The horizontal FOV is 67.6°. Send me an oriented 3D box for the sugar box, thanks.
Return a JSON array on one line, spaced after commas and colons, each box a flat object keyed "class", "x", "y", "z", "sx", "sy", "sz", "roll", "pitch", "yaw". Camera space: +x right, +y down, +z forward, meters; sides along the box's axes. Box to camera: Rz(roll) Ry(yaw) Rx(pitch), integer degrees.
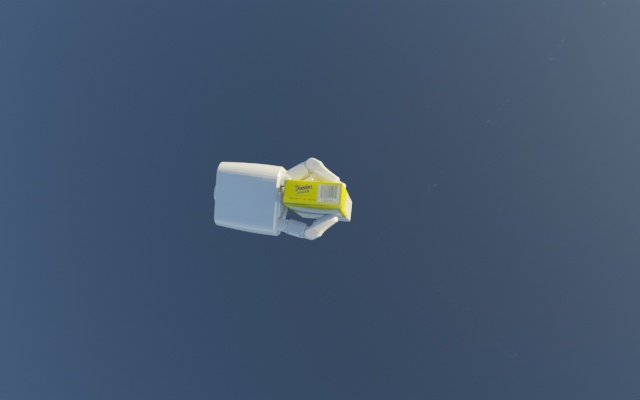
[{"class": "sugar box", "x": 0.000, "y": 0.002, "z": 0.804, "sx": 0.093, "sy": 0.048, "sz": 0.176, "roll": 5, "pitch": -6, "yaw": 8}]
